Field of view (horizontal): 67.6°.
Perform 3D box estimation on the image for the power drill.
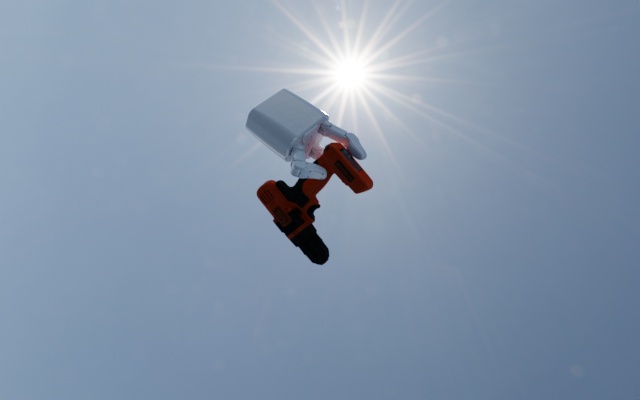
[{"bbox_3d":[0.000,0.002,0.850,0.188,0.184,0.057,-39,2,20],"label":"power drill"}]
